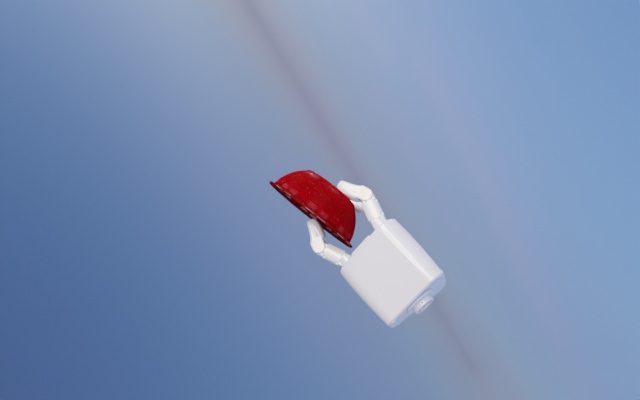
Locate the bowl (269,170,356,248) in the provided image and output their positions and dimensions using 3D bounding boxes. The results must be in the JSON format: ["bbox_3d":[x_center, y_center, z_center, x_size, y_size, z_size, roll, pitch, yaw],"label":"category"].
[{"bbox_3d":[-0.001,0.001,0.733,0.162,0.055,0.162,38,-5,4],"label":"bowl"}]
